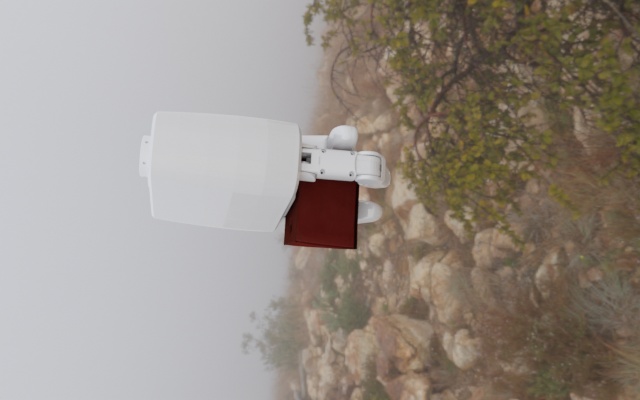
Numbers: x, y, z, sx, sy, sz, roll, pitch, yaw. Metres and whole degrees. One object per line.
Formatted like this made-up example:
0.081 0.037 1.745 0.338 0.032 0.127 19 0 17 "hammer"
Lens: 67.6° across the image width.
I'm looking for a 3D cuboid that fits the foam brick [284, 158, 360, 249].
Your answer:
0.000 0.002 0.401 0.051 0.078 0.053 5 -9 -15 "foam brick"
